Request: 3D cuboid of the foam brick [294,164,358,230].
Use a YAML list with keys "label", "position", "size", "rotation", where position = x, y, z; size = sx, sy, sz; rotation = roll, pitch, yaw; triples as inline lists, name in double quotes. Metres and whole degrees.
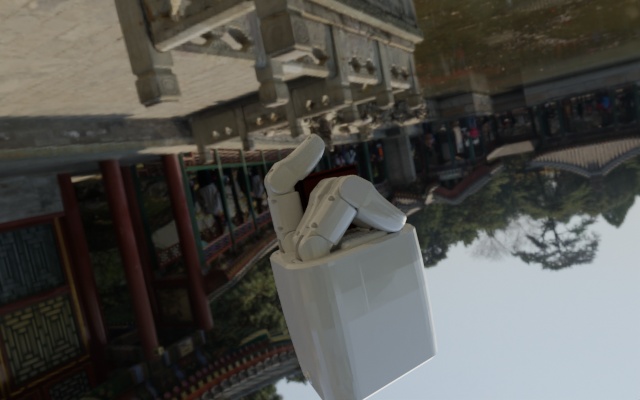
- label: "foam brick"
  position: [0.000, 0.001, 0.422]
  size: [0.053, 0.051, 0.078]
  rotation: [-16, 5, -16]
